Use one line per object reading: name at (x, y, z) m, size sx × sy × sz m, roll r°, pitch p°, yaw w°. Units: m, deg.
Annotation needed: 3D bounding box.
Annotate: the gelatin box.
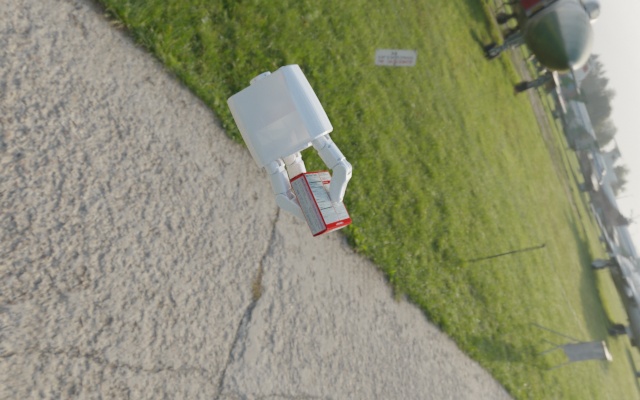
gelatin box at (0.001, 0.002, 0.685) m, size 0.030 × 0.089 × 0.073 m, roll -29°, pitch -9°, yaw 30°
